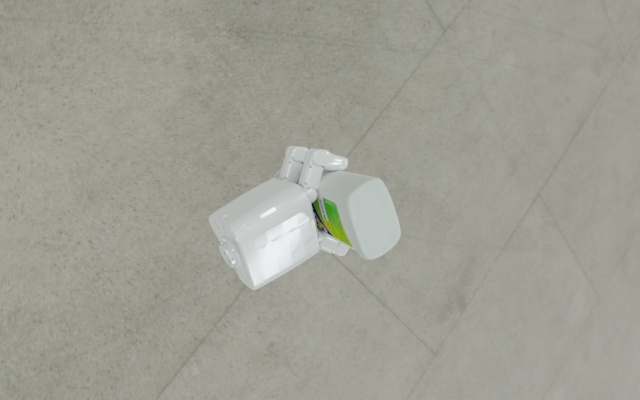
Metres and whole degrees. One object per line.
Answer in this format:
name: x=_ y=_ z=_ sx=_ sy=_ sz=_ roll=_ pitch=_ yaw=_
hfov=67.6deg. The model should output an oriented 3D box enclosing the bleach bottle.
bleach bottle: x=0.000 y=0.002 z=0.678 sx=0.068 sy=0.103 sz=0.251 roll=-31 pitch=24 yaw=-24
